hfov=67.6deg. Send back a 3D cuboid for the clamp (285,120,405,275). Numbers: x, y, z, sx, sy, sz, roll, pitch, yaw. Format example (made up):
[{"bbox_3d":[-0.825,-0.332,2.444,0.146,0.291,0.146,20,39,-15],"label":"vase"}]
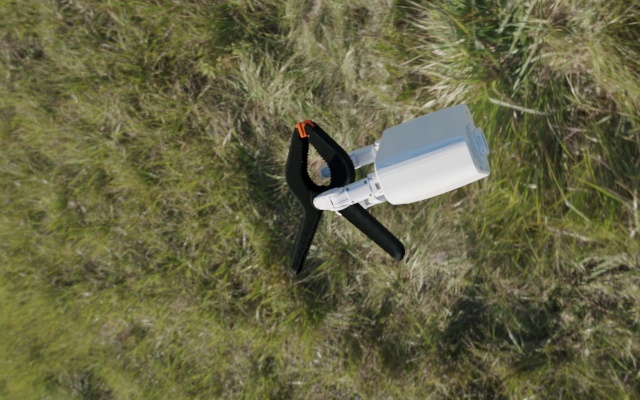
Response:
[{"bbox_3d":[0.000,0.002,0.624,0.164,0.210,0.036,-19,10,24],"label":"clamp"}]
